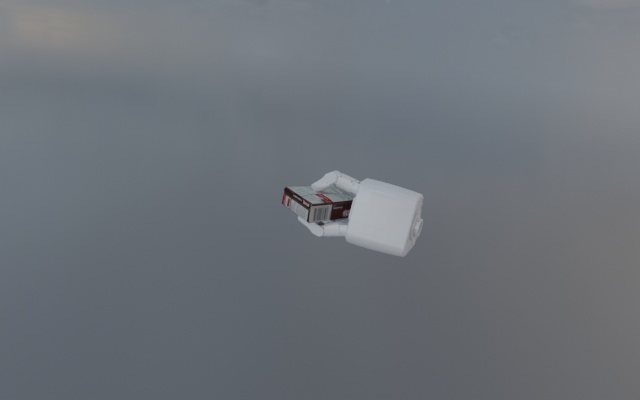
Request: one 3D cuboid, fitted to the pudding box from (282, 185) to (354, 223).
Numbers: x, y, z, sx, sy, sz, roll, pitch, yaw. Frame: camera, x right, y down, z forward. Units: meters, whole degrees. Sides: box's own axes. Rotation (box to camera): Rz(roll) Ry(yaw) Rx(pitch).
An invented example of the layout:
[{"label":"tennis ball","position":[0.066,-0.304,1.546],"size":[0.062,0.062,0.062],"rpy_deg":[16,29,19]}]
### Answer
[{"label":"pudding box","position":[0.000,0.003,0.880],"size":[0.113,0.039,0.090],"rpy_deg":[-4,23,-38]}]
